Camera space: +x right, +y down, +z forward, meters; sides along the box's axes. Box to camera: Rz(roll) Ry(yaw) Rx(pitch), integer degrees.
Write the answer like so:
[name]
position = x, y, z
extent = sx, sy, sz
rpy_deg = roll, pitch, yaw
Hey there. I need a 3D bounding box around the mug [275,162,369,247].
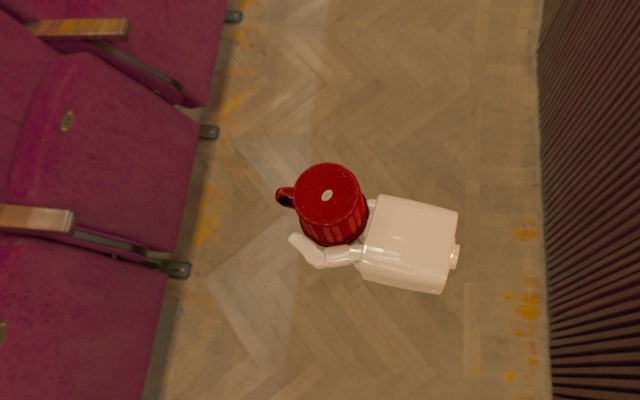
[mug]
position = -0.001, 0.002, 0.593
extent = 0.117, 0.093, 0.081
rpy_deg = 12, -17, 12
